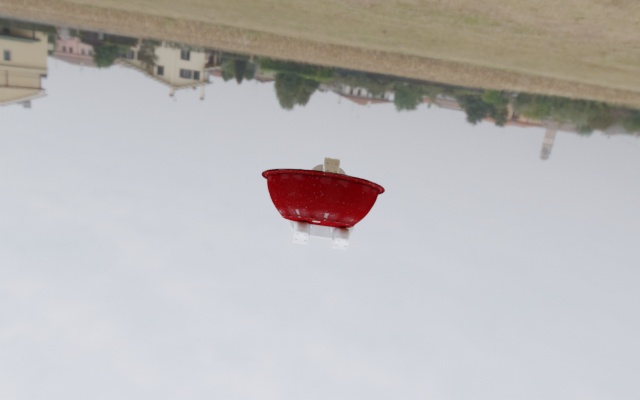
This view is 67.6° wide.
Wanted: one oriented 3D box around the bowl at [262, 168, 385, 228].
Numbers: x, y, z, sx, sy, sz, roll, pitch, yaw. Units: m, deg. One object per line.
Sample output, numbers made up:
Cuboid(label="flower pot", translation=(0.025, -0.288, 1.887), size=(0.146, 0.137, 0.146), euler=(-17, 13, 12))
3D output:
Cuboid(label="bowl", translation=(0.000, 0.002, 0.618), size=(0.162, 0.055, 0.162), euler=(8, -7, 1))
